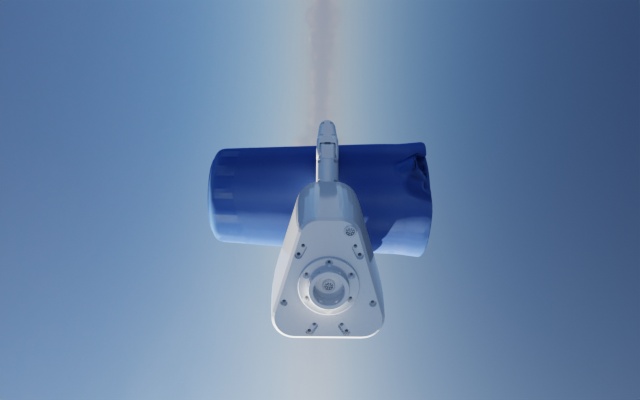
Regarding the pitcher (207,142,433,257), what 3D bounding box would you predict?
[{"bbox_3d":[0.000,0.002,0.563,0.243,0.149,0.145,1,18,-1],"label":"pitcher"}]
